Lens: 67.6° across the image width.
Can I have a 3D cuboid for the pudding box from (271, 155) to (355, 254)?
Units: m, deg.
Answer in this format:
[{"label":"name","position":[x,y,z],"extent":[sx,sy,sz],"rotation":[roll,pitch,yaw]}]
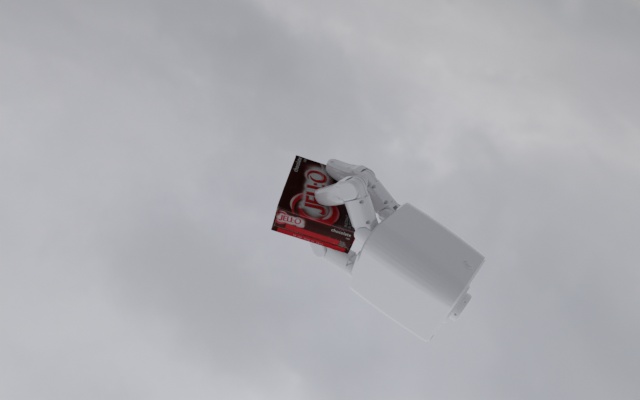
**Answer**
[{"label":"pudding box","position":[0.000,0.002,0.547],"extent":[0.090,0.039,0.113],"rotation":[18,34,-4]}]
